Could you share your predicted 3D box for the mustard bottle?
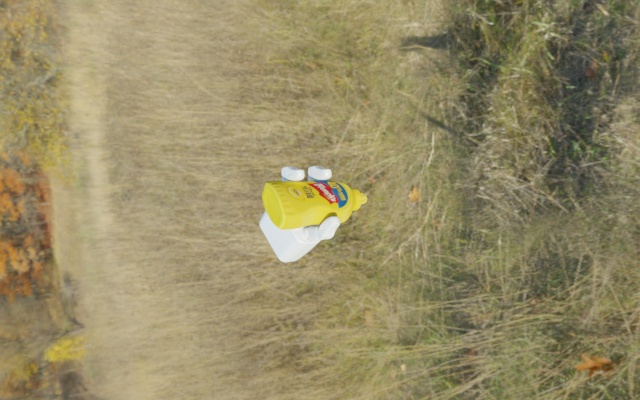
[{"bbox_3d":[0.000,0.003,0.849,0.191,0.058,0.096,-4,40,-30],"label":"mustard bottle"}]
